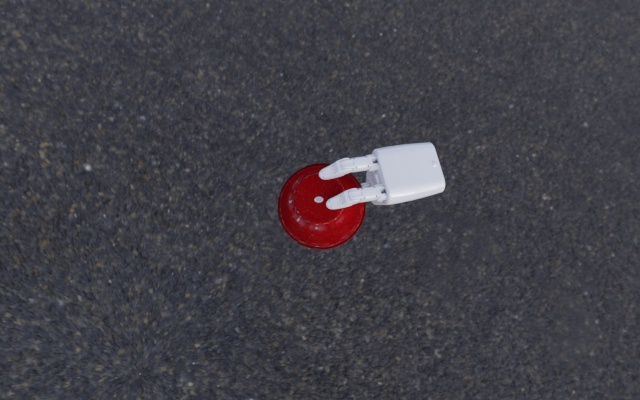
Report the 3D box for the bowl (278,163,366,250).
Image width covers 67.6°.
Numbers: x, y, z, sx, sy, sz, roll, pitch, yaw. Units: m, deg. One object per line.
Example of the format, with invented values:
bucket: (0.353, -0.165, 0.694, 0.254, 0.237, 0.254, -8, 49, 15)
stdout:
bowl: (-0.001, 0.003, 0.840, 0.162, 0.162, 0.055, 0, -14, 4)
